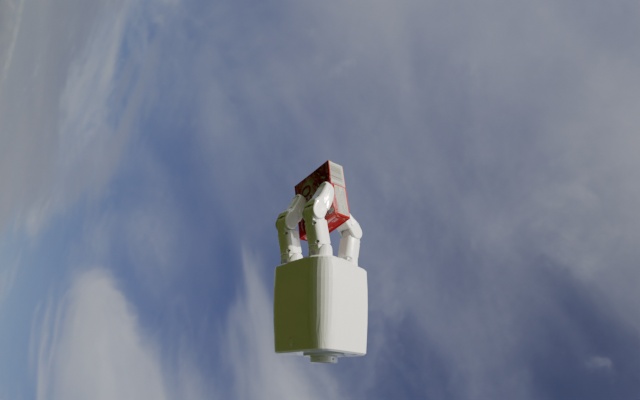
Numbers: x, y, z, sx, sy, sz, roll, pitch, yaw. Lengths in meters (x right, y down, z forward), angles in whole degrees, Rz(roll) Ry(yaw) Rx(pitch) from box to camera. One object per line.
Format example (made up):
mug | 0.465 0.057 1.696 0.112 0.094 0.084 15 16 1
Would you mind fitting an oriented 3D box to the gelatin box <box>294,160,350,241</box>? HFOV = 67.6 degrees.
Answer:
gelatin box | 0.000 0.002 0.638 0.030 0.089 0.073 22 -43 -35
